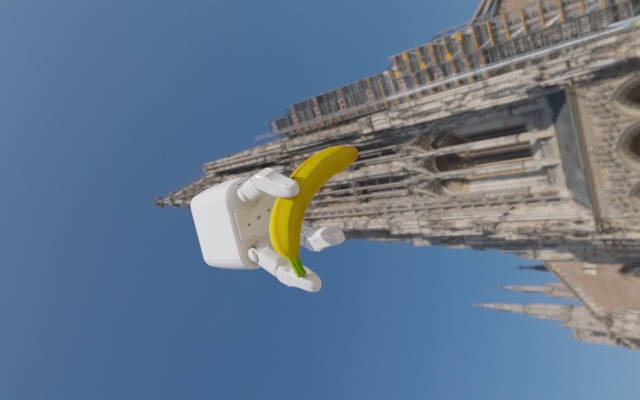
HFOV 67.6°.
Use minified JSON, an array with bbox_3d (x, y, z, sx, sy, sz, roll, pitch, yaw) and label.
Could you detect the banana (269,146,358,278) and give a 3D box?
[{"bbox_3d":[-0.014,-0.007,0.583,0.070,0.197,0.037,42,-32,-27],"label":"banana"}]
